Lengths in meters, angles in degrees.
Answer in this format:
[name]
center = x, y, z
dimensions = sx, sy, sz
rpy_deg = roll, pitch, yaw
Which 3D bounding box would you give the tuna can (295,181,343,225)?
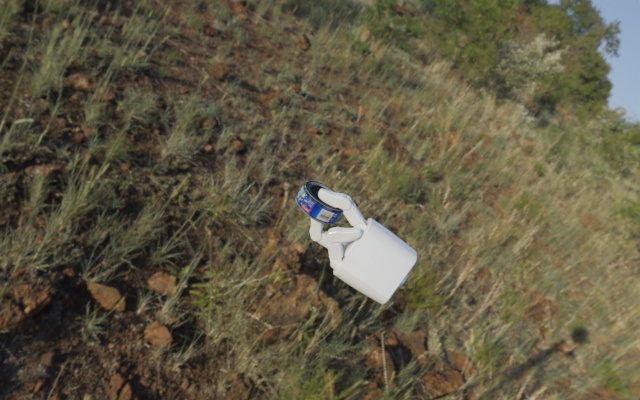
[tuna can]
center = 0.000, 0.002, 0.853
dimensions = 0.086, 0.034, 0.086
rpy_deg = 27, 25, -14
